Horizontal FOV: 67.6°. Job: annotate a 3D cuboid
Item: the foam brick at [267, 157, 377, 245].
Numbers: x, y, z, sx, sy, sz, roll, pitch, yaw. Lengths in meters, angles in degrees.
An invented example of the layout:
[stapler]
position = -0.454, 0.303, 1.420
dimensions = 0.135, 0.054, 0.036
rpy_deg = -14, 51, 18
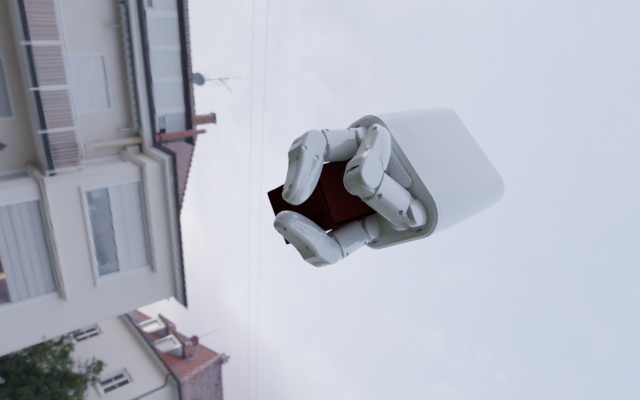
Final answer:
[foam brick]
position = 0.000, 0.001, 0.413
dimensions = 0.051, 0.053, 0.078
rpy_deg = -17, -4, -37
